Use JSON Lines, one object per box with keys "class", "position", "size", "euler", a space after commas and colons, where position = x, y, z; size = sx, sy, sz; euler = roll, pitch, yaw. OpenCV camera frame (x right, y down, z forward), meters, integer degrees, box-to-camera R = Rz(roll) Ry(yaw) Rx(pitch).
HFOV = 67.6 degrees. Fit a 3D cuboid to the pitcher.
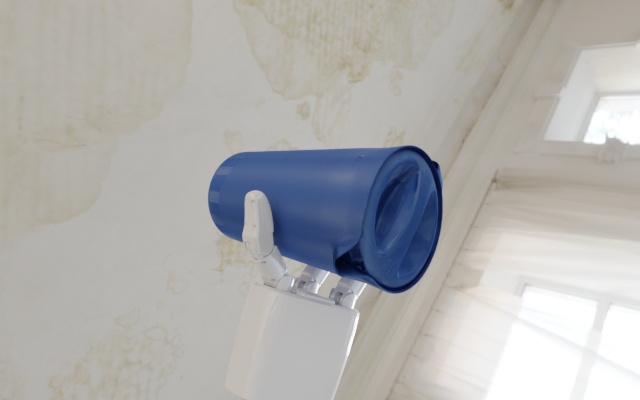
{"class": "pitcher", "position": [0.000, 0.002, 0.508], "size": [0.243, 0.145, 0.149], "euler": [8, -9, 42]}
